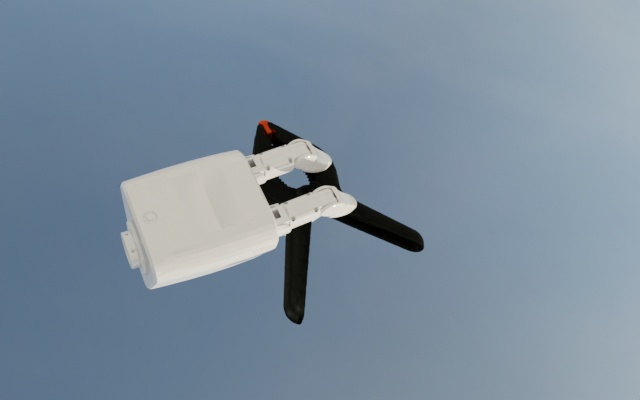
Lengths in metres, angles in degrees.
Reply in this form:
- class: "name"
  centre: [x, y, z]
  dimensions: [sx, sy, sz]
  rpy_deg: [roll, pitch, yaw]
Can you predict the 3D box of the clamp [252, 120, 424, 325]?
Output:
- class: "clamp"
  centre: [-0.001, 0.002, 0.491]
  dimensions: [0.164, 0.210, 0.036]
  rpy_deg: [-18, -22, -25]
